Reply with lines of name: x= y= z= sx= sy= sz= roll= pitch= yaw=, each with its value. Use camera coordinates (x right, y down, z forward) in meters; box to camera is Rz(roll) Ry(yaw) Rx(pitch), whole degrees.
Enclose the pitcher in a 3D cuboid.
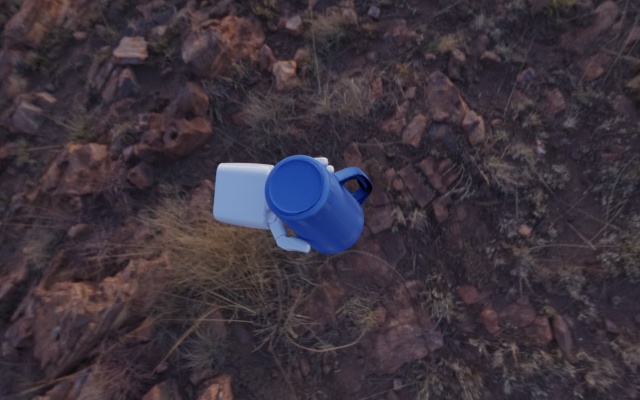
pitcher: x=0.000 y=0.003 z=0.843 sx=0.145 sy=0.149 sz=0.243 roll=7 pitch=-13 yaw=17
